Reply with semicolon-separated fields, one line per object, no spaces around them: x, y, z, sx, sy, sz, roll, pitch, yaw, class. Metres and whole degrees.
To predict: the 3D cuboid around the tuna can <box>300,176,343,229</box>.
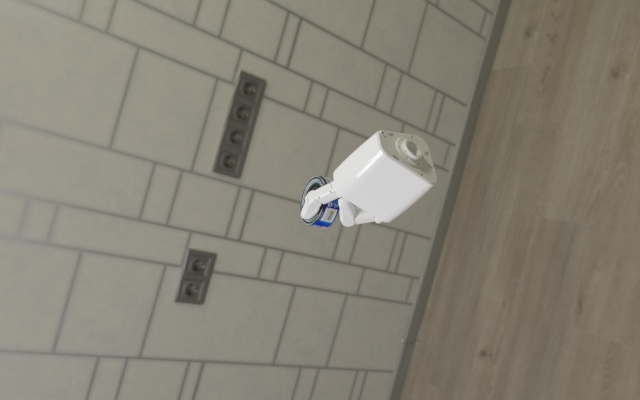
0.000;0.003;0.799;0.034;0.086;0.086;12;-6;-29;tuna can
